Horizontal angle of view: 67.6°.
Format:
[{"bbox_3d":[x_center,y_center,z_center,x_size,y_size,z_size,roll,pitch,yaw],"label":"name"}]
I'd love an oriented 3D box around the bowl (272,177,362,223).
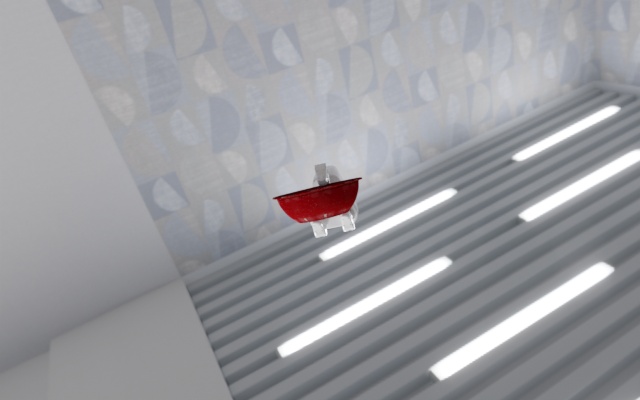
[{"bbox_3d":[0.000,0.003,0.837,0.162,0.055,0.162,-13,3,1],"label":"bowl"}]
